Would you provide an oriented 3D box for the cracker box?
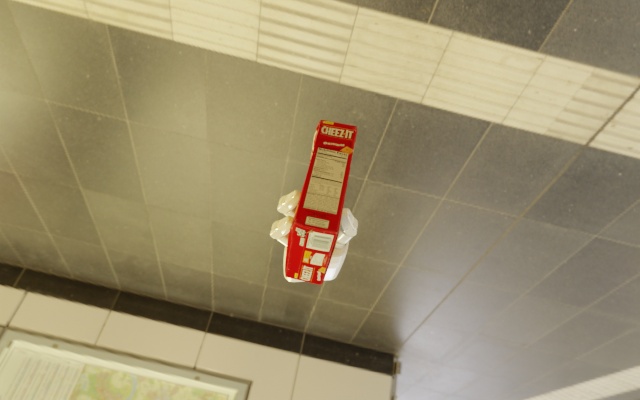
[{"bbox_3d":[0.000,0.003,0.774,0.072,0.213,0.164,12,-36,0],"label":"cracker box"}]
